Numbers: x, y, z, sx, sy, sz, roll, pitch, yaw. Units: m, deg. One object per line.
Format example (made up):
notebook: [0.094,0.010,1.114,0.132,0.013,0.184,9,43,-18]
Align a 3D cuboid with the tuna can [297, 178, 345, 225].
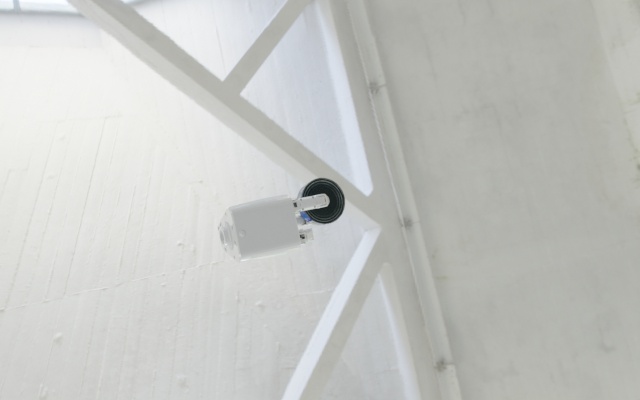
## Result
tuna can: [0.000,0.003,0.882,0.086,0.086,0.034,0,-9,-23]
